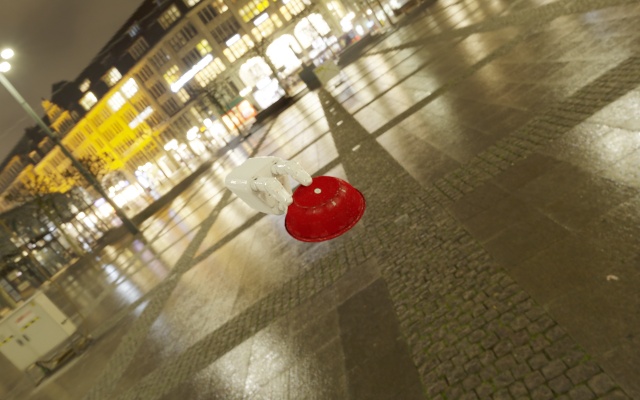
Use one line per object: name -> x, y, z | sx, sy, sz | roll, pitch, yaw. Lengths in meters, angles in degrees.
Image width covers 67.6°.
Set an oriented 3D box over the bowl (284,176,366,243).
bowl -> 0.001, 0.003, 0.890 | 0.162, 0.055, 0.162 | -13, 37, 10
